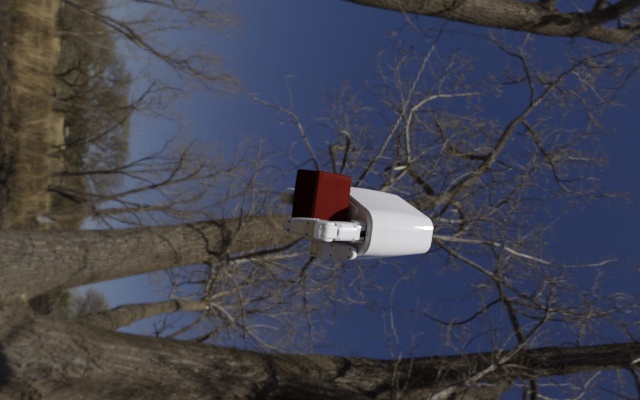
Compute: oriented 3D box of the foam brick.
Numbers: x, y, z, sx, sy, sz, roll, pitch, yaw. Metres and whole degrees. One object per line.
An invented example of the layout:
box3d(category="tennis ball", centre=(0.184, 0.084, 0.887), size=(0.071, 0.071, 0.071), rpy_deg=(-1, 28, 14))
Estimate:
box3d(category="foam brick", centre=(0.000, 0.002, 0.596), size=(0.051, 0.078, 0.053), rpy_deg=(5, 6, -31))
